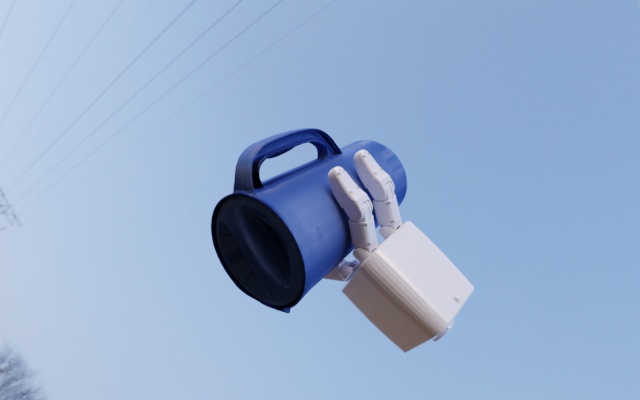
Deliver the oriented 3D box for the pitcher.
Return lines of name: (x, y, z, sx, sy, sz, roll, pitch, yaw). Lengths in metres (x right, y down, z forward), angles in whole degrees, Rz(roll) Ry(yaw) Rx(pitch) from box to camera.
pitcher: (0.000, 0.002, 0.563, 0.242, 0.145, 0.149, -33, -18, -45)
